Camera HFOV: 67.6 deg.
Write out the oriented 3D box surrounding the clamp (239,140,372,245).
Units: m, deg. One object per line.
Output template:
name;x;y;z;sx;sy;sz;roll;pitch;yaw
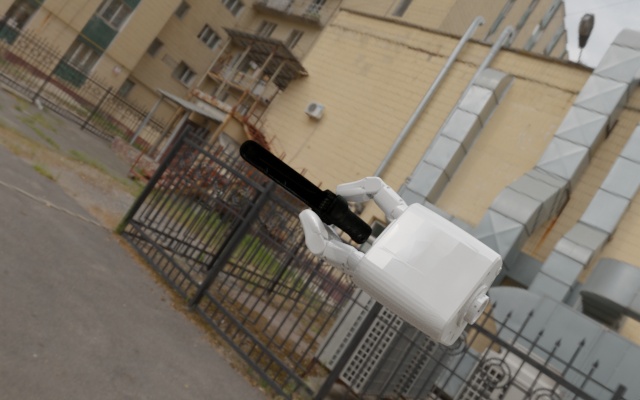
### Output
clamp;0.001;0.002;0.579;0.164;0.036;0.210;35;-2;31
